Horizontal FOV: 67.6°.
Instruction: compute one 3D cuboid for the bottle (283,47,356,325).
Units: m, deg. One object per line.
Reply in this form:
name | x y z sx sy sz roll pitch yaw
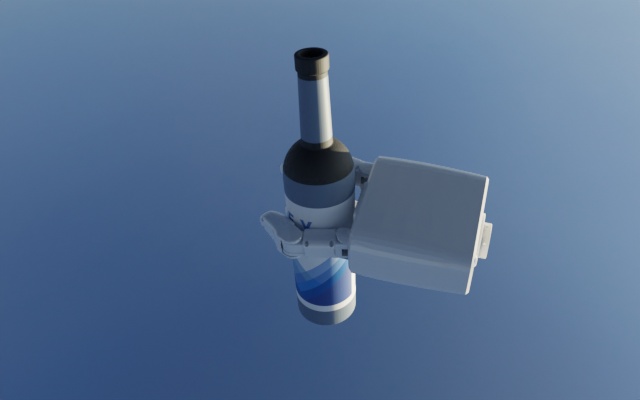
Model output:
bottle | 0.000 0.002 0.461 0.069 0.296 0.069 -2 38 2
